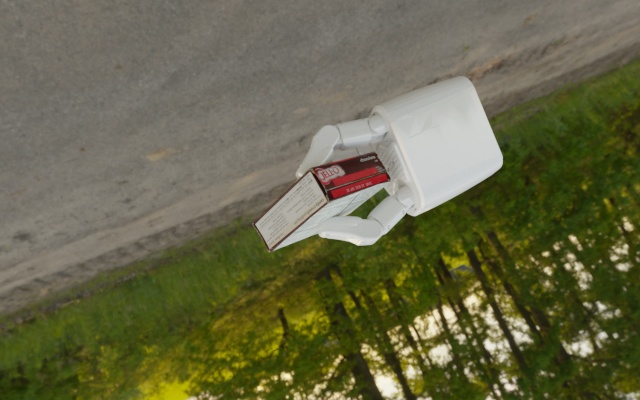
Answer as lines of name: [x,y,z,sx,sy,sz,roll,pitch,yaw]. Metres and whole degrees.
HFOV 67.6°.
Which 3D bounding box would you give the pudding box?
pudding box: [0.000,0.002,0.461,0.090,0.039,0.113,-17,-18,-43]
